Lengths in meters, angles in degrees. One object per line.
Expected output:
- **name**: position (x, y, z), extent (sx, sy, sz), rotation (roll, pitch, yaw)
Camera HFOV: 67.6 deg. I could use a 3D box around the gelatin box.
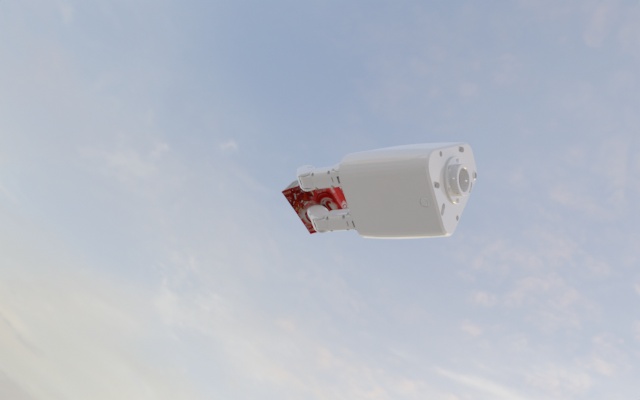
- **gelatin box**: position (0.000, 0.002, 0.624), extent (0.089, 0.073, 0.030), rotation (-17, 21, 50)
